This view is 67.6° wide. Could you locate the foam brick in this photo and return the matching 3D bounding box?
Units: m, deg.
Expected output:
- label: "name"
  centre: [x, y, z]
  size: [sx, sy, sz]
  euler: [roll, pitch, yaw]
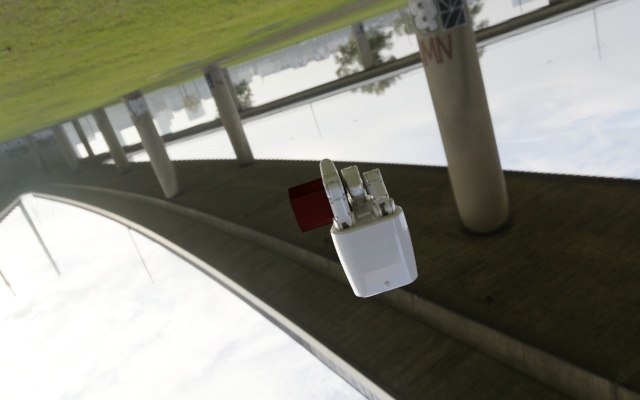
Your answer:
- label: "foam brick"
  centre: [0.000, 0.002, 0.657]
  size: [0.078, 0.051, 0.053]
  euler: [-18, 21, 3]
